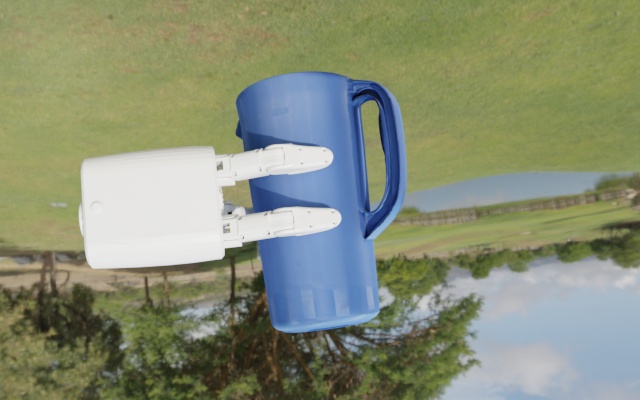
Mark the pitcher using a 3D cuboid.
[{"bbox_3d":[0.000,0.002,0.483,0.145,0.242,0.149,-5,-10,-18],"label":"pitcher"}]
